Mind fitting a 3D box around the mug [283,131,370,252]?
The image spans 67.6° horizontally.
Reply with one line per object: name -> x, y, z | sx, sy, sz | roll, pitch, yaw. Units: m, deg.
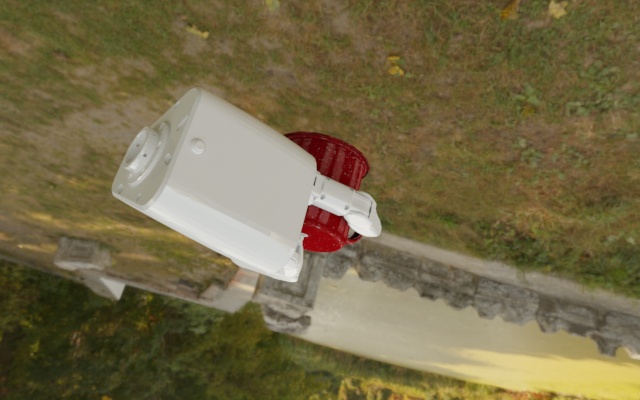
mug -> 0.001, 0.002, 0.443 | 0.117, 0.081, 0.093 | 31, -27, -34
